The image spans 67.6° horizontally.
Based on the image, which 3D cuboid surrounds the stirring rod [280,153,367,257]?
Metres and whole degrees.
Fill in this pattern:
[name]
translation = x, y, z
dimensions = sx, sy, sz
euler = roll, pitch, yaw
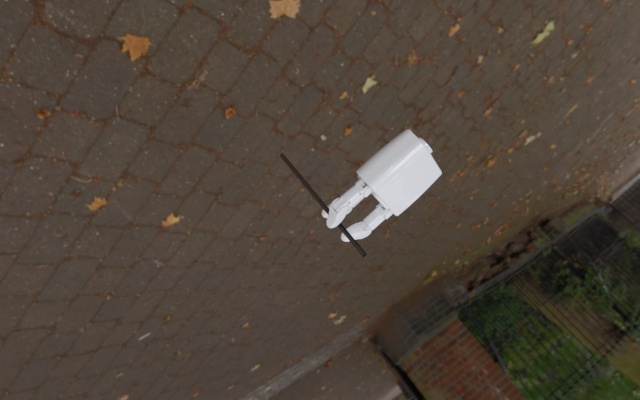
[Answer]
[stirring rod]
translation = 0.000, 0.003, 0.805
dimensions = 0.011, 0.239, 0.011
euler = -32, -26, -17
